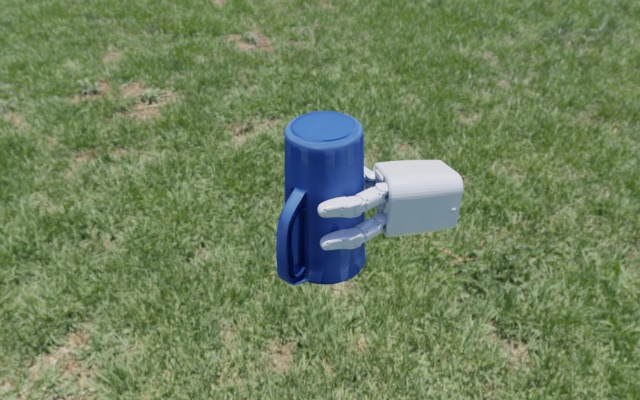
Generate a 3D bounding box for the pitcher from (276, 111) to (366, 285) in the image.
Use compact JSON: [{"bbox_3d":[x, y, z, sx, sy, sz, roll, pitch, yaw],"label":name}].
[{"bbox_3d":[0.000,0.002,0.705,0.145,0.243,0.149,-5,36,-6],"label":"pitcher"}]
